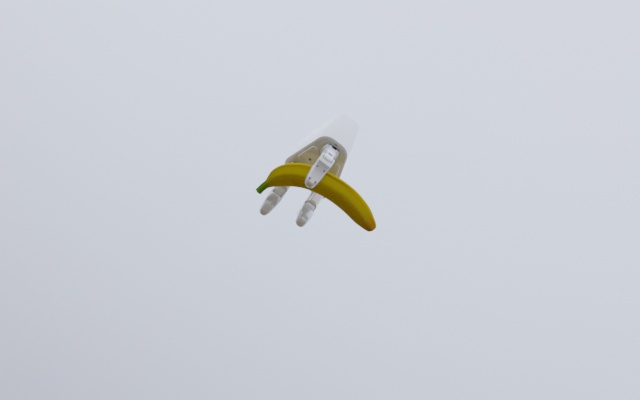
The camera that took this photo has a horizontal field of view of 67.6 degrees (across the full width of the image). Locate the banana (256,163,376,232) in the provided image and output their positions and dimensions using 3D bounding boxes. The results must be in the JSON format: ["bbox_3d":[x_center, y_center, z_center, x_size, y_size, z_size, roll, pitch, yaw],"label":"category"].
[{"bbox_3d":[0.002,-0.014,0.742,0.198,0.070,0.037,20,30,4],"label":"banana"}]
